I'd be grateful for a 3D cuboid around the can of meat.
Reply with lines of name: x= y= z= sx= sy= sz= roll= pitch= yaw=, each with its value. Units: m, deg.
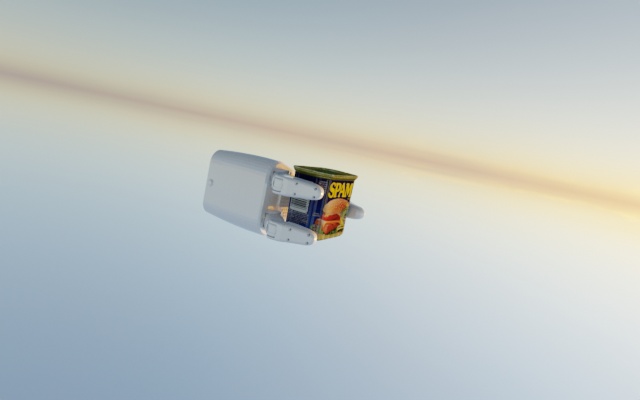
can of meat: x=0.000 y=0.002 z=0.615 sx=0.057 sy=0.084 sz=0.102 roll=16 pitch=8 yaw=26
